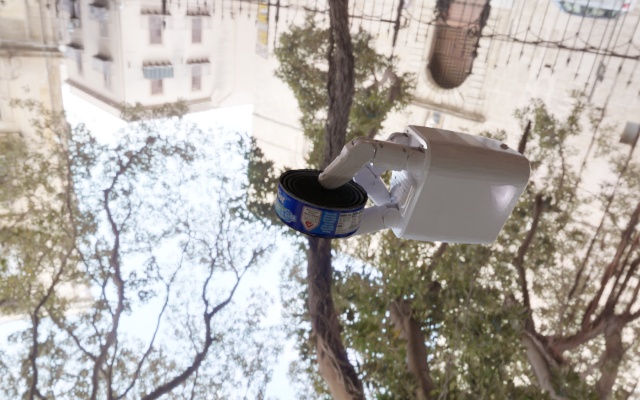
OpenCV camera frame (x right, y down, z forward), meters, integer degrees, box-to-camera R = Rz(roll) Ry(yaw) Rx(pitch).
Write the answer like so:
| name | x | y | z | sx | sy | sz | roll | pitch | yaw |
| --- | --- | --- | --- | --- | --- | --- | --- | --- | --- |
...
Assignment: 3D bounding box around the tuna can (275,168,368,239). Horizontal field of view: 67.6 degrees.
| name | x | y | z | sx | sy | sz | roll | pitch | yaw |
| --- | --- | --- | --- | --- | --- | --- | --- | --- | --- |
| tuna can | 0.000 | 0.002 | 0.455 | 0.086 | 0.034 | 0.086 | 11 | 24 | -5 |
